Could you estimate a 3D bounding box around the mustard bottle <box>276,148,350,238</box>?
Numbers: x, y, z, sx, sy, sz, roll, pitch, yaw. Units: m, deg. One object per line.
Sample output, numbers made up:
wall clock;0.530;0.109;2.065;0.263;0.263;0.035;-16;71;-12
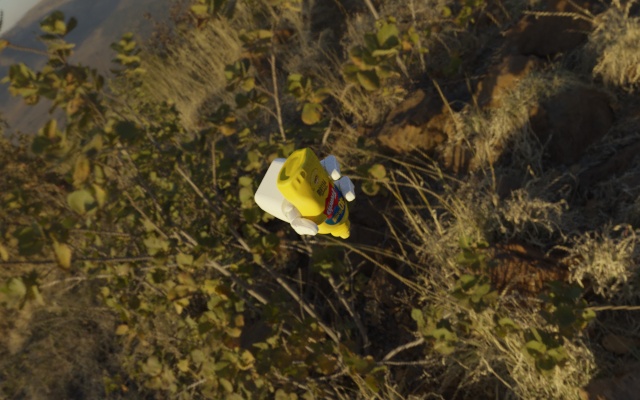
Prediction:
mustard bottle;0.000;0.003;0.866;0.058;0.096;0.192;-9;-47;36
